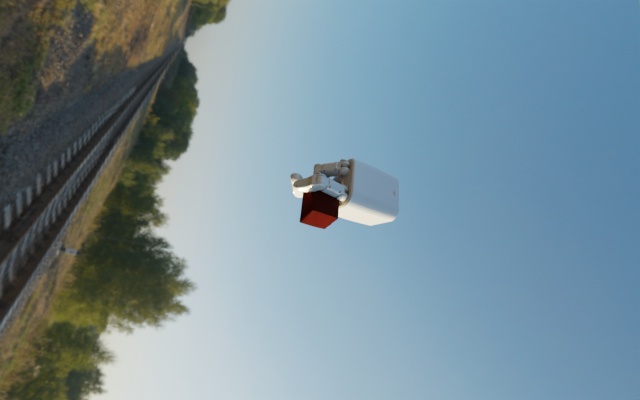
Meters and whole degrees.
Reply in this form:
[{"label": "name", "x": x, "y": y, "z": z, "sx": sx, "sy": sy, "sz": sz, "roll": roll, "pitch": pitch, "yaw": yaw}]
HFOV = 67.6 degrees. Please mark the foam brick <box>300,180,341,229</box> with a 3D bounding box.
[{"label": "foam brick", "x": 0.000, "y": 0.003, "z": 0.847, "sx": 0.051, "sy": 0.078, "sz": 0.053, "roll": 20, "pitch": -34, "yaw": -22}]
